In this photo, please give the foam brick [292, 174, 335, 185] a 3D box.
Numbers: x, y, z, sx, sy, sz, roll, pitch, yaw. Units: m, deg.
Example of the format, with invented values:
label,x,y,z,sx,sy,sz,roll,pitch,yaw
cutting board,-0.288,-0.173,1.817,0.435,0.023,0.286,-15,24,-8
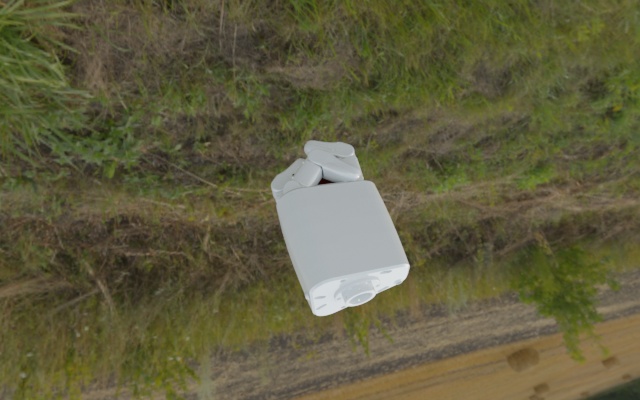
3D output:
label,x,y,z,sx,sy,sz,roll,pitch,yaw
foam brick,0.000,0.002,0.574,0.053,0.051,0.078,-18,-31,-8
